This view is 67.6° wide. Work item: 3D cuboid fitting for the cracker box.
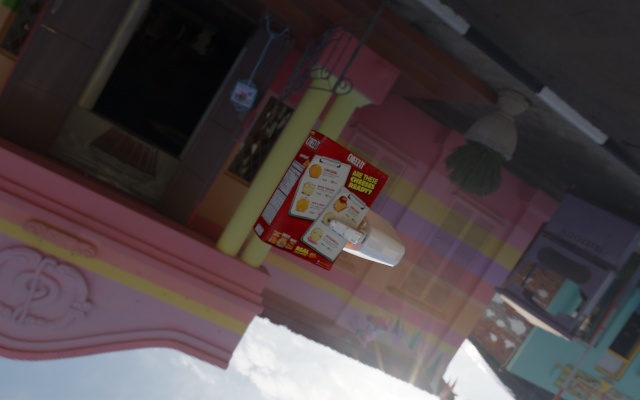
[{"bbox_3d":[0.000,0.003,0.878,0.164,0.214,0.072,28,6,-33],"label":"cracker box"}]
